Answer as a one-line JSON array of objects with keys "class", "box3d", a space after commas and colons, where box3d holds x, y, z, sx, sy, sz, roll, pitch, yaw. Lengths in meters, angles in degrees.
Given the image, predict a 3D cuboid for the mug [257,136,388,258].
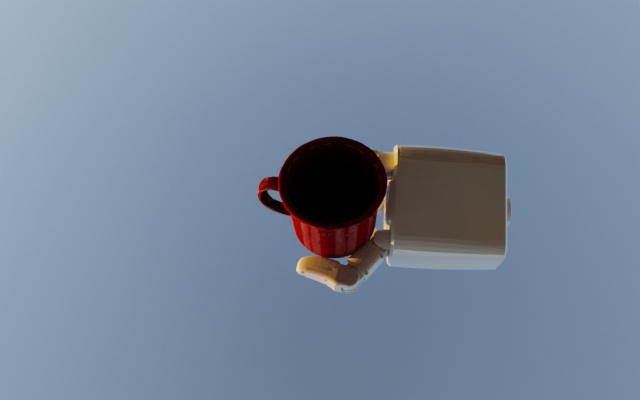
[{"class": "mug", "box3d": [-0.001, 0.002, 0.440, 0.117, 0.093, 0.081, 4, -29, 5]}]
